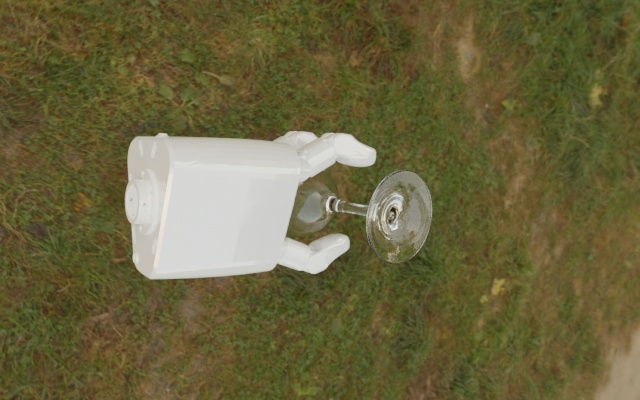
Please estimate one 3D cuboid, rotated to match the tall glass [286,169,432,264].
[{"bbox_3d":[0.001,0.002,0.446,0.079,0.079,0.201,0,7,-39],"label":"tall glass"}]
